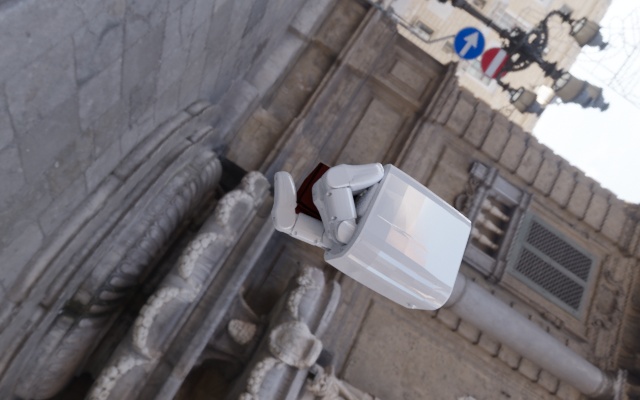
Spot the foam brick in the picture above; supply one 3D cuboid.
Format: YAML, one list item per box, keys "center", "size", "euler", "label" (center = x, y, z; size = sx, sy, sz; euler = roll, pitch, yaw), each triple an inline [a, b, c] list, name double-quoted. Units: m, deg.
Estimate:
- center: [0.000, 0.002, 0.519]
  size: [0.051, 0.053, 0.078]
  euler: [32, -16, -6]
  label: "foam brick"
